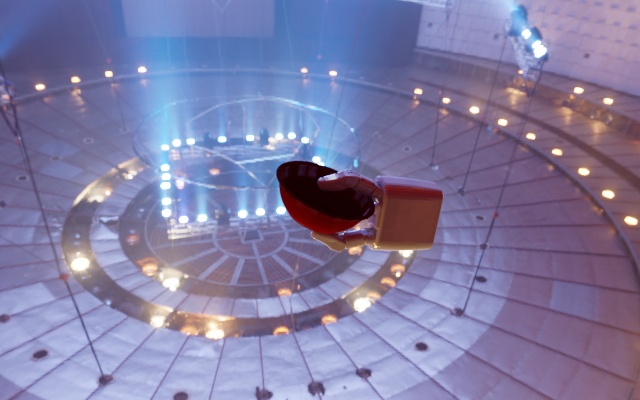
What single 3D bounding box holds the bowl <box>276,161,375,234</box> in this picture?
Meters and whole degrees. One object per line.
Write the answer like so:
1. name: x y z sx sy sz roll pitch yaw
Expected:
1. bowl: -0.001 0.002 0.736 0.162 0.055 0.162 19 27 -10
